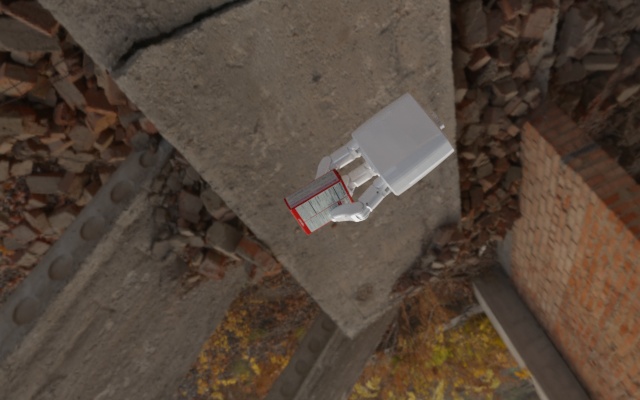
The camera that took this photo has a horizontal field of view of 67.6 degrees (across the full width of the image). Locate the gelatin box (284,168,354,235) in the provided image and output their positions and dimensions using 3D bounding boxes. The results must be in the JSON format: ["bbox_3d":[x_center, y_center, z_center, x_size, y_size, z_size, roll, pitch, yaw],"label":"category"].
[{"bbox_3d":[0.000,0.003,0.712,0.089,0.030,0.073,-32,-39,0],"label":"gelatin box"}]
